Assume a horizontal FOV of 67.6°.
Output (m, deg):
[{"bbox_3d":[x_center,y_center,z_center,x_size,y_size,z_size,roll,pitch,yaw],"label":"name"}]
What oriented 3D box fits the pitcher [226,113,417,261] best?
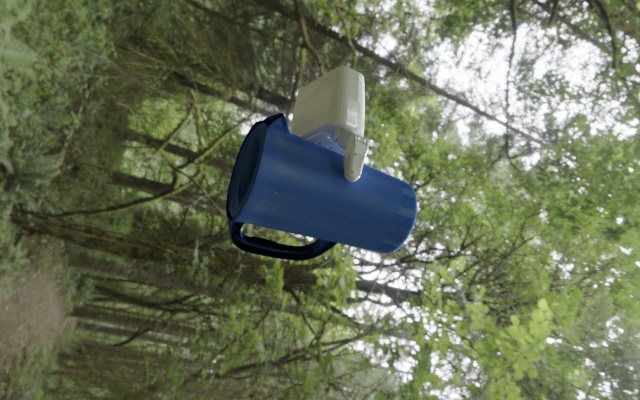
[{"bbox_3d":[0.000,0.002,0.645,0.243,0.145,0.149,18,-29,-23],"label":"pitcher"}]
